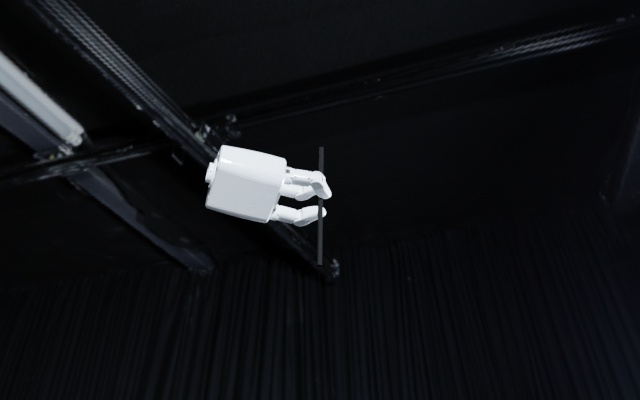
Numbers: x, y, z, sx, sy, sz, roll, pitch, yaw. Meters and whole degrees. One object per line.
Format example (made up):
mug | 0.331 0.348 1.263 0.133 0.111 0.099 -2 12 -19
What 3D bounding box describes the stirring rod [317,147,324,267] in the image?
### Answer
stirring rod | 0.000 0.003 0.810 0.011 0.239 0.011 1 -35 0
